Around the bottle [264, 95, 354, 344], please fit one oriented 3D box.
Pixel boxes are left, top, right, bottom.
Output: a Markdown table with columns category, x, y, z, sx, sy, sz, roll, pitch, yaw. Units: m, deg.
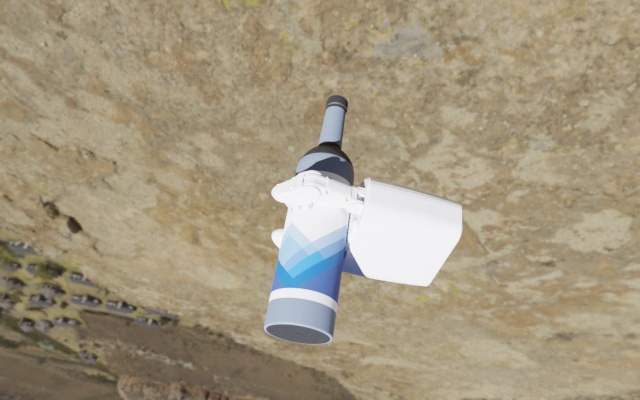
| category | x | y | z | sx | sy | sz | roll | pitch | yaw |
| --- | --- | --- | --- | --- | --- | --- | --- | --- | --- |
| bottle | 0.000 | 0.002 | 0.525 | 0.069 | 0.295 | 0.069 | 7 | -30 | 4 |
